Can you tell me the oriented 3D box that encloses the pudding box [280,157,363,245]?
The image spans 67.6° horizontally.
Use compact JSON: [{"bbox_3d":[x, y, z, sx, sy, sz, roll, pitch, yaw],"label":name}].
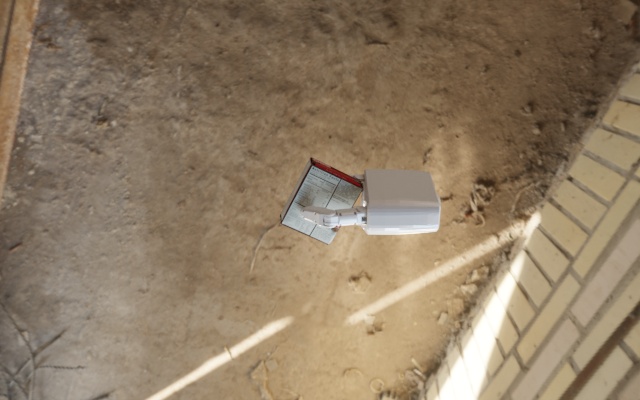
[{"bbox_3d":[0.000,0.002,0.735,0.090,0.113,0.039,25,18,-11],"label":"pudding box"}]
